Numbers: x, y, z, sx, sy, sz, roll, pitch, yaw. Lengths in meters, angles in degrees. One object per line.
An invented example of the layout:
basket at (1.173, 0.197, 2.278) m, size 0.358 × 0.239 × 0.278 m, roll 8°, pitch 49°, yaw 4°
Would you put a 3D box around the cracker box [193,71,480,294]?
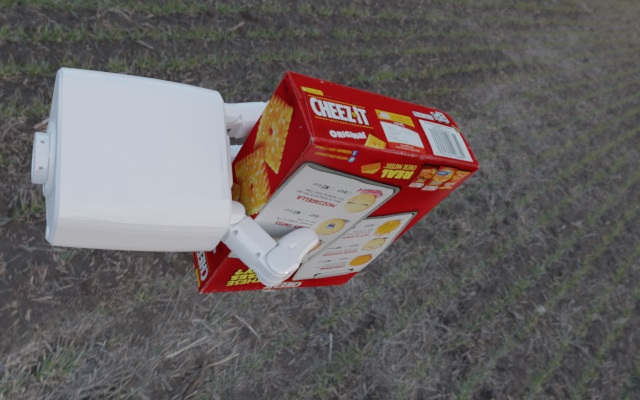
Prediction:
cracker box at (0.000, 0.001, 0.416) m, size 0.164 × 0.072 × 0.214 m, roll 4°, pitch -36°, yaw -34°
